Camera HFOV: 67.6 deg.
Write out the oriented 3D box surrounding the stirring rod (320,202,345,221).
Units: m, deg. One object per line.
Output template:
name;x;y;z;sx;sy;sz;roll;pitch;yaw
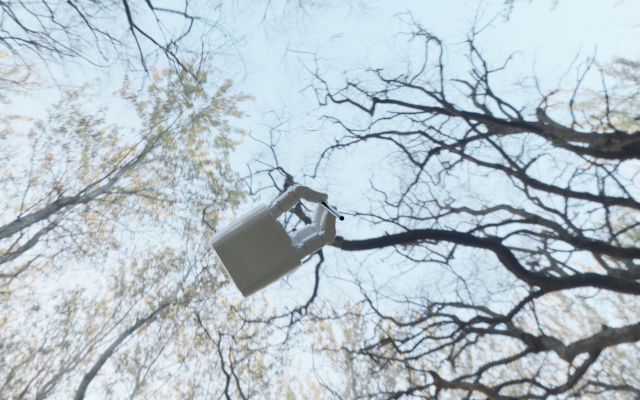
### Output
stirring rod;0.000;0.003;0.782;0.011;0.011;0.239;0;11;-15
